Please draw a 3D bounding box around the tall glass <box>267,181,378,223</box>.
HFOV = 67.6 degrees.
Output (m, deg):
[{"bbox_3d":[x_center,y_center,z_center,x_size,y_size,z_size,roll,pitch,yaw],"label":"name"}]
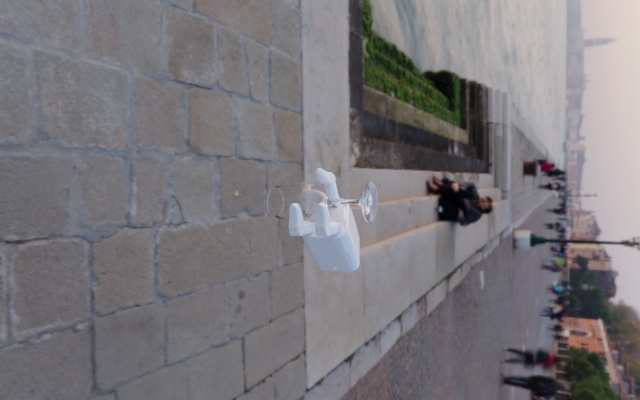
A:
[{"bbox_3d":[0.001,0.003,0.892,0.201,0.079,0.079,0,0,27],"label":"tall glass"}]
